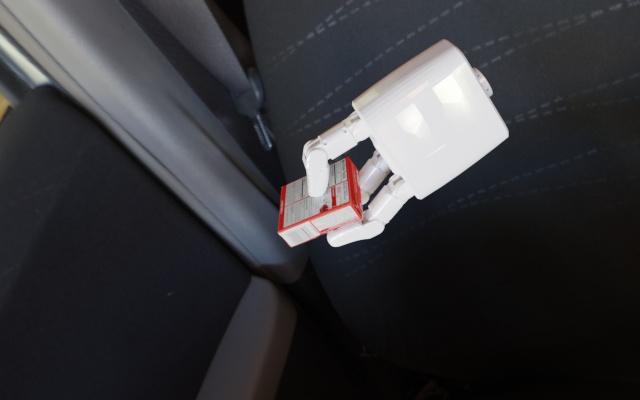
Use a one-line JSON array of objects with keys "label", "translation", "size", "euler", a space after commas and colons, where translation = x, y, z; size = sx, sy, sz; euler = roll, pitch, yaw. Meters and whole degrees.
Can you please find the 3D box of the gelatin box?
[{"label": "gelatin box", "translation": [0.000, 0.002, 0.509], "size": [0.089, 0.073, 0.030], "euler": [-23, -51, 19]}]
